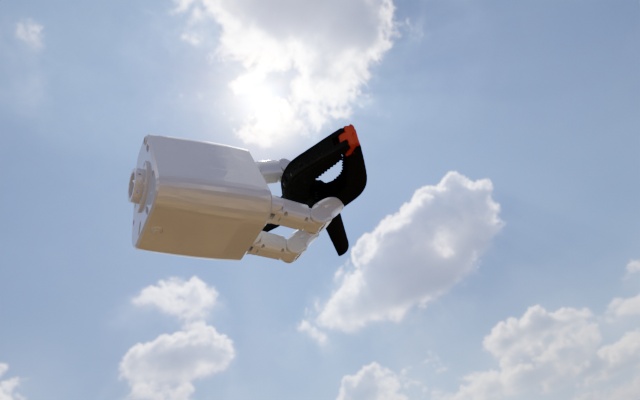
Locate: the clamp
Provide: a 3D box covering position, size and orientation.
[{"bbox_3d":[0.000,0.001,0.541,0.164,0.036,0.210,10,-43,-30],"label":"clamp"}]
